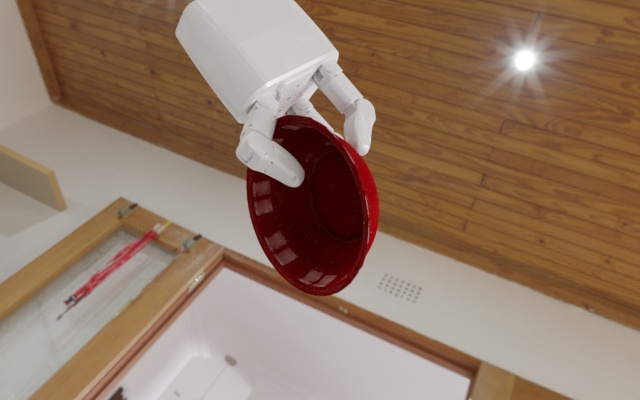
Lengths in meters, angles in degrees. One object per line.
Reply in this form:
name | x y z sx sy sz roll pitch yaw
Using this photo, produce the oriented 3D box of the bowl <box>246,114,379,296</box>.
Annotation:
bowl | 0.001 0.003 0.436 0.055 0.162 0.162 -15 10 -41
